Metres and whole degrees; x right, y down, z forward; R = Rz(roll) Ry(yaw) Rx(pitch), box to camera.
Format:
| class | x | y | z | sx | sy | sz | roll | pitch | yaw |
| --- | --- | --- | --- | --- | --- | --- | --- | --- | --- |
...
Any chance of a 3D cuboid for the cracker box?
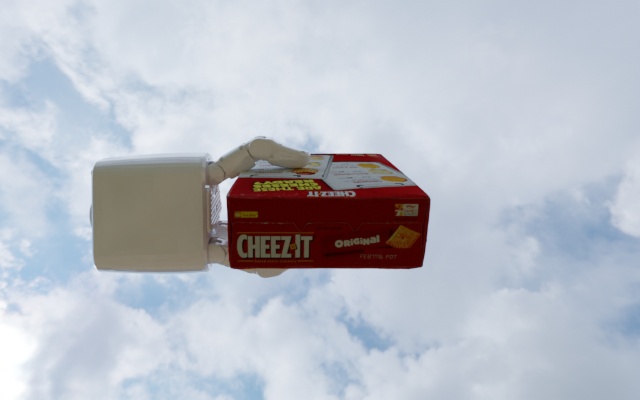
| class | x | y | z | sx | sy | sz | roll | pitch | yaw |
| --- | --- | --- | --- | --- | --- | --- | --- | --- | --- |
| cracker box | 0.000 | 0.001 | 0.483 | 0.164 | 0.072 | 0.213 | 0 | 15 | -3 |
